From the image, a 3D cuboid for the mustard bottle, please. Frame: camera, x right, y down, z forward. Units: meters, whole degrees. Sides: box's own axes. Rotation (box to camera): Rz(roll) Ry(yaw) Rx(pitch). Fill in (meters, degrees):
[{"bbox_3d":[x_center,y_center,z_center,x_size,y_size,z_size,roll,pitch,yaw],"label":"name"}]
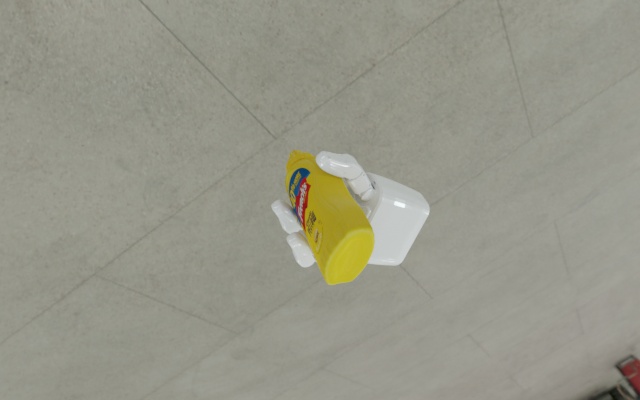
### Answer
[{"bbox_3d":[0.000,0.002,0.590,0.058,0.096,0.191,-7,46,-22],"label":"mustard bottle"}]
